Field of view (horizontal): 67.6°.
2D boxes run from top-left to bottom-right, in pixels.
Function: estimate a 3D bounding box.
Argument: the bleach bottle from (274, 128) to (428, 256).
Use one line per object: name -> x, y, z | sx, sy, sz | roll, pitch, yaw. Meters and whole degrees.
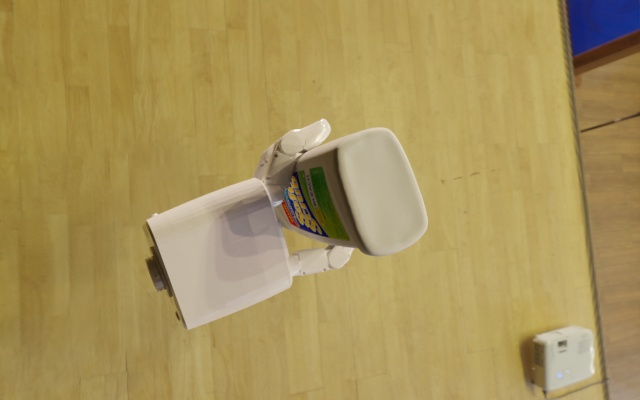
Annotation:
bleach bottle -> 0.000, 0.001, 0.481 | 0.068, 0.102, 0.251 | -21, 3, -23
